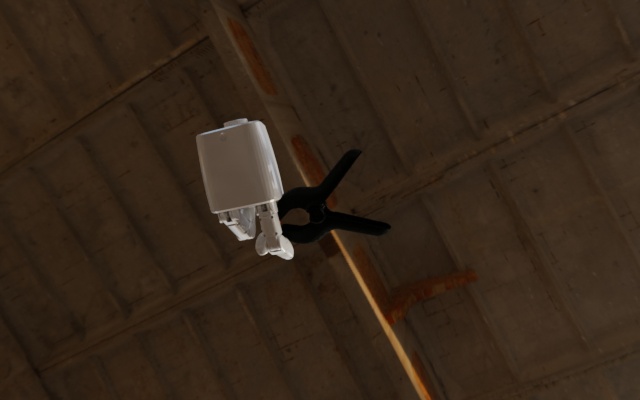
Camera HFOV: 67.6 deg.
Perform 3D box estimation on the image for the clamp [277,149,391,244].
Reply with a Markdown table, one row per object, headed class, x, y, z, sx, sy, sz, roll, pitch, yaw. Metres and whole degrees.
| class | x | y | z | sx | sy | sz | roll | pitch | yaw |
| --- | --- | --- | --- | --- | --- | --- | --- | --- | --- |
| clamp | 0.000 | 0.002 | 0.642 | 0.171 | 0.120 | 0.039 | -11 | 5 | 13 |
